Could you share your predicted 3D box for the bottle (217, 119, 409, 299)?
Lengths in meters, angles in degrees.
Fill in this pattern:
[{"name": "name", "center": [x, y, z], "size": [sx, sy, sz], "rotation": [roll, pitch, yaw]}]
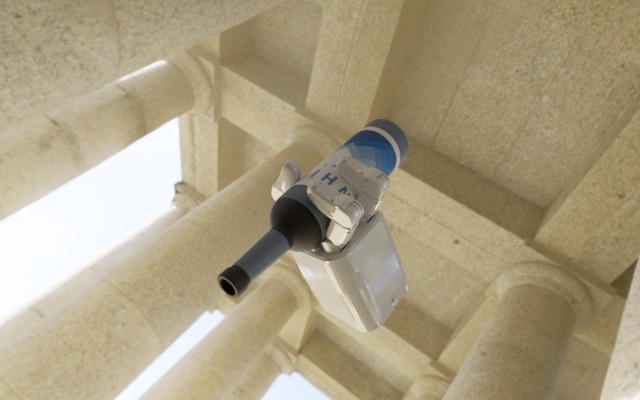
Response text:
[{"name": "bottle", "center": [0.000, 0.002, 0.525], "size": [0.069, 0.069, 0.295], "rotation": [0, 32, 42]}]
